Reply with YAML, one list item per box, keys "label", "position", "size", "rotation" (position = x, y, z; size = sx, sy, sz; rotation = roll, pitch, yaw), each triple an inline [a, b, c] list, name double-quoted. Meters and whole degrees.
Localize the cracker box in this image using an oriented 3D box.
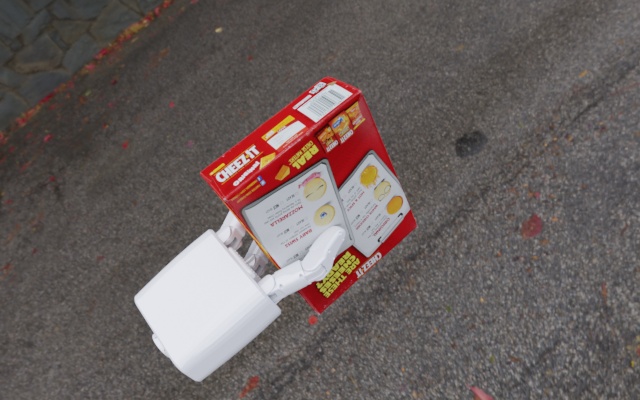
- label: "cracker box"
  position: [0.000, 0.002, 0.519]
  size: [0.072, 0.164, 0.214]
  rotation: [40, -13, 46]
